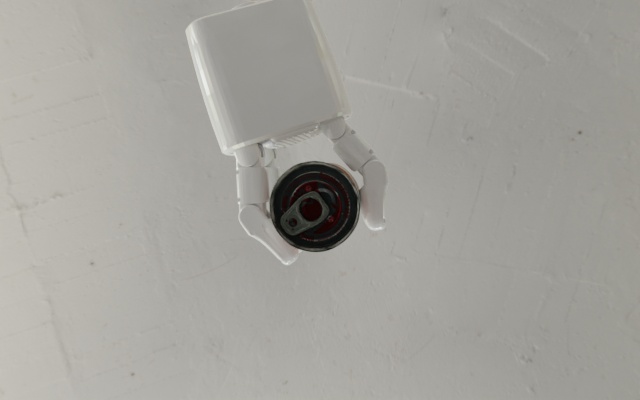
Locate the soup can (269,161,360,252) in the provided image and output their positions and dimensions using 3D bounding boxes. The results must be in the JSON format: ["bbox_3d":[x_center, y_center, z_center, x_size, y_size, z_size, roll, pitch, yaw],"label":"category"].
[{"bbox_3d":[0.000,0.002,0.401,0.068,0.068,0.102,0,4,5],"label":"soup can"}]
